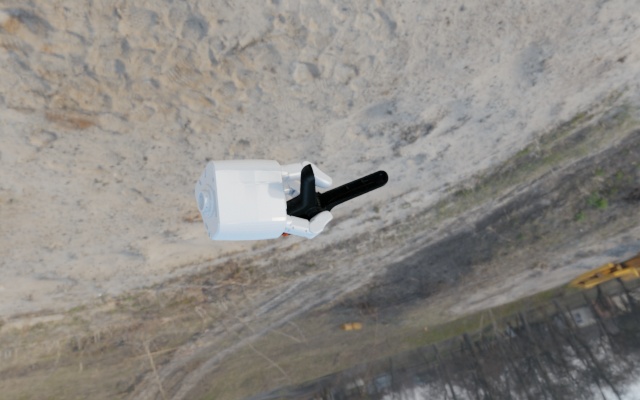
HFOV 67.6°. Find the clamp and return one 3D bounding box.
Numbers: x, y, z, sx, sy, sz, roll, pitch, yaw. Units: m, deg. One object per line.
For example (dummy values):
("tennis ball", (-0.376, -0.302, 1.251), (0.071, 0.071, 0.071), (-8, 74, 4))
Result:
("clamp", (0.000, 0.004, 0.772), (0.164, 0.036, 0.210), (-1, -27, -33))
